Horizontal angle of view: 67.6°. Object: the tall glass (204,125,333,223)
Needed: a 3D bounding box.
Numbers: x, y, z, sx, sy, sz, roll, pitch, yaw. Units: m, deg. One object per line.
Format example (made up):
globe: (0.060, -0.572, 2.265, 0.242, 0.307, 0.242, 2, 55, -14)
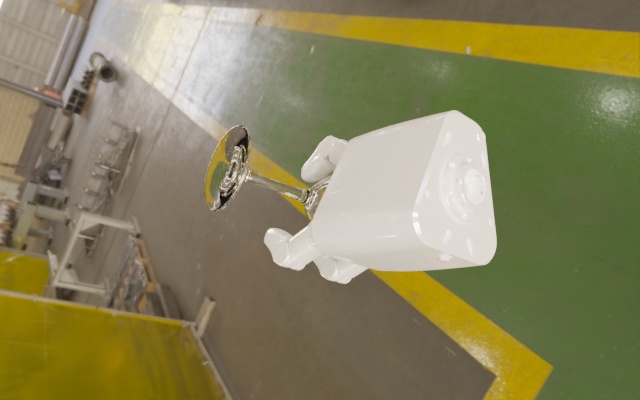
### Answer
tall glass: (-0.001, 0.001, 0.445, 0.201, 0.079, 0.079, 20, -12, -34)
